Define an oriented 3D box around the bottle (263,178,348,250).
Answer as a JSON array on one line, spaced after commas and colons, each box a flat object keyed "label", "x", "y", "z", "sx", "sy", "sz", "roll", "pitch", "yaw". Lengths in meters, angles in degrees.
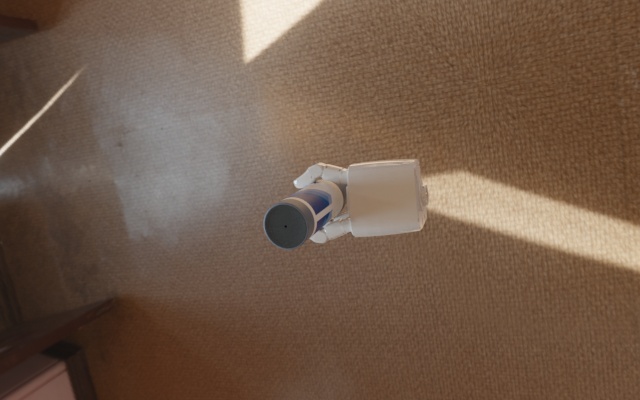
[{"label": "bottle", "x": 0.000, "y": 0.003, "z": 0.779, "sx": 0.069, "sy": 0.069, "sz": 0.295, "roll": 0, "pitch": 13, "yaw": 19}]
